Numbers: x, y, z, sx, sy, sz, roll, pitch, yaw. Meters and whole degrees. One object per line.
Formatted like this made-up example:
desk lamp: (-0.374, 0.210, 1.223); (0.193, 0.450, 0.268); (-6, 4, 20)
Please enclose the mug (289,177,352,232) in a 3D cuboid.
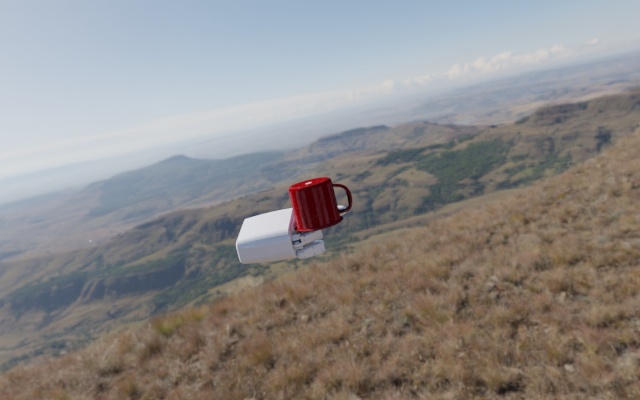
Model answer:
mug: (0.001, 0.002, 0.879); (0.117, 0.081, 0.093); (-12, 10, 9)
